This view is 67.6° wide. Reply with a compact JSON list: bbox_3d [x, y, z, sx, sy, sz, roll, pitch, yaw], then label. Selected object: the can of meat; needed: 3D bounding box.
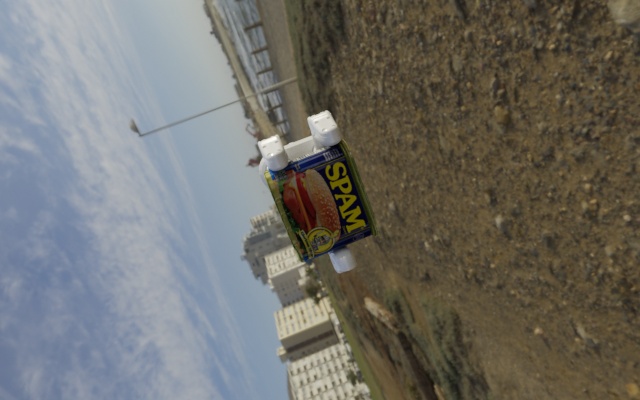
[{"bbox_3d":[0.000,0.002,0.473,0.084,0.102,0.057,-22,12,-4],"label":"can of meat"}]
